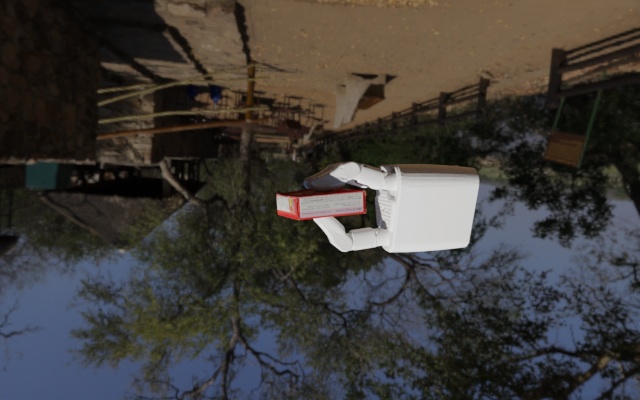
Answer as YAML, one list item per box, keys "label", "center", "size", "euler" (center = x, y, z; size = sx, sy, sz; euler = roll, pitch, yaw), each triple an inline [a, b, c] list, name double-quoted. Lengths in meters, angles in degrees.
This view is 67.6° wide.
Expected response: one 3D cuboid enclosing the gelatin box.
- label: "gelatin box"
  center: [0.000, 0.002, 0.575]
  size: [0.089, 0.030, 0.073]
  euler: [-6, 6, -23]
